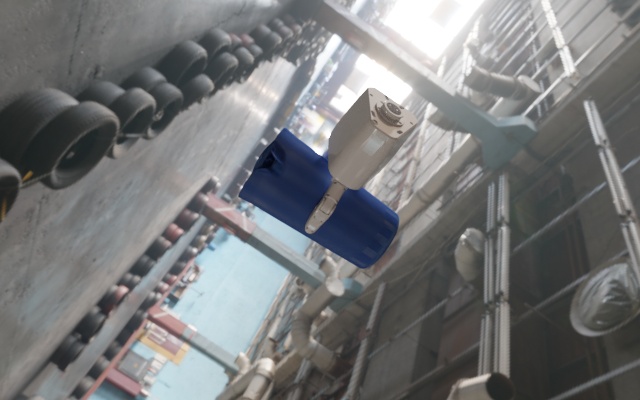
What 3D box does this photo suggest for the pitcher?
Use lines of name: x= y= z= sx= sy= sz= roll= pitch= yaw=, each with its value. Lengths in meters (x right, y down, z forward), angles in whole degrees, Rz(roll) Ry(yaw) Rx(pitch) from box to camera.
pitcher: x=0.000 y=0.002 z=0.778 sx=0.243 sy=0.145 sz=0.149 roll=34 pitch=39 yaw=-5
